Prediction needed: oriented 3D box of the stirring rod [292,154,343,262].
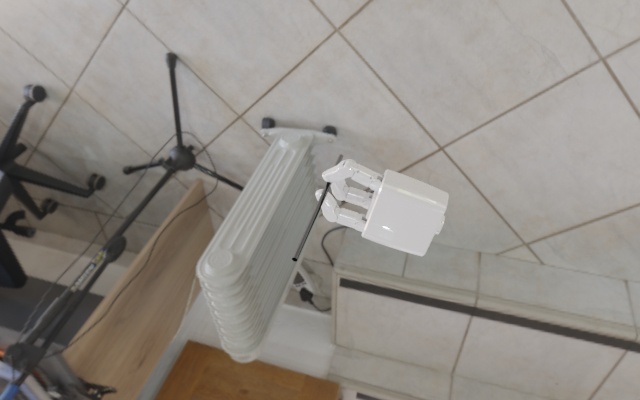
[{"bbox_3d":[0.000,0.002,0.737,0.011,0.011,0.239,0,41,23],"label":"stirring rod"}]
